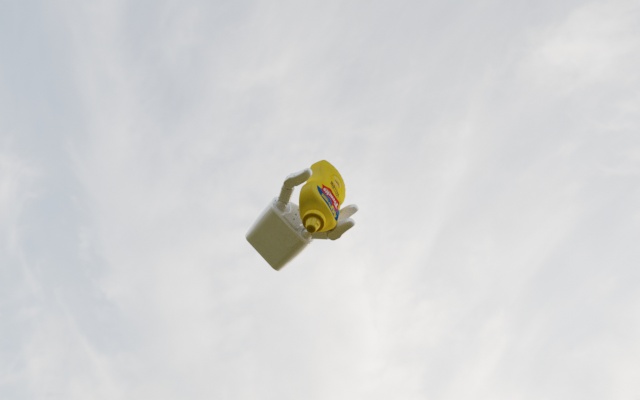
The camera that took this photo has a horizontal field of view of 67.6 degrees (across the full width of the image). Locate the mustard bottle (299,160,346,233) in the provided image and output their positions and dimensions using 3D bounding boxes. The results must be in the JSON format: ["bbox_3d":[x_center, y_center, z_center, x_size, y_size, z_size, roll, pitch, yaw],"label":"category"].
[{"bbox_3d":[0.000,0.003,0.897,0.058,0.096,0.191,-21,23,22],"label":"mustard bottle"}]
